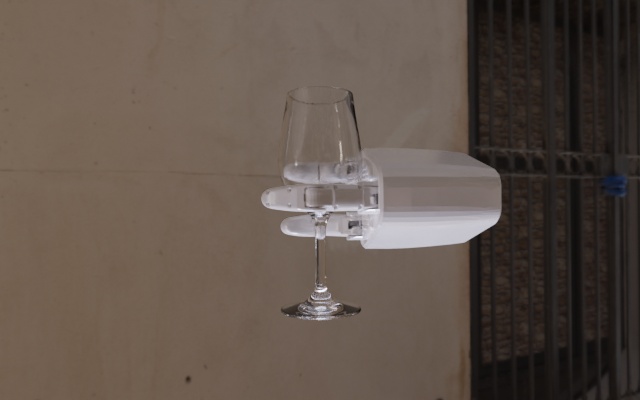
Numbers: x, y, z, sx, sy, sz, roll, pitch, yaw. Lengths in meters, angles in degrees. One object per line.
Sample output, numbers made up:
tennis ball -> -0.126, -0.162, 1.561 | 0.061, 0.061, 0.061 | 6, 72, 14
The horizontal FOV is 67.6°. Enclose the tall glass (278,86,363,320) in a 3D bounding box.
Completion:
tall glass -> 0.000, 0.002, 0.441 | 0.079, 0.201, 0.079 | -1, 0, 0
